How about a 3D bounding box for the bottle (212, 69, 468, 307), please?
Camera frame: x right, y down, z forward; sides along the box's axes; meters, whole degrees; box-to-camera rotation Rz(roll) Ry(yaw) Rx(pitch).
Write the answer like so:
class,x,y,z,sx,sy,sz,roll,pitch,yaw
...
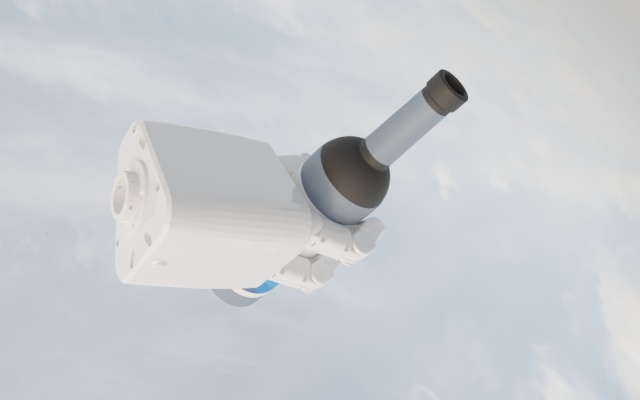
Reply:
class,x,y,z,sx,sy,sz,roll,pitch,yaw
bottle,0.000,0.001,0.401,0.069,0.069,0.296,0,-32,-44
